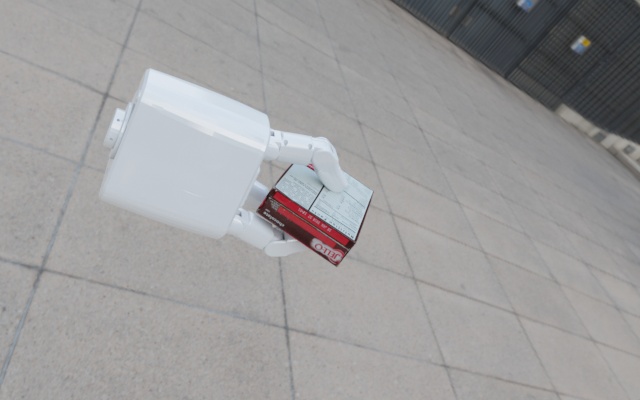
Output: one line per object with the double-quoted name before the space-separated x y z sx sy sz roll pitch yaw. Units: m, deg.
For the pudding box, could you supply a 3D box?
"pudding box" 0.000 0.001 0.466 0.090 0.039 0.113 35 31 -3
